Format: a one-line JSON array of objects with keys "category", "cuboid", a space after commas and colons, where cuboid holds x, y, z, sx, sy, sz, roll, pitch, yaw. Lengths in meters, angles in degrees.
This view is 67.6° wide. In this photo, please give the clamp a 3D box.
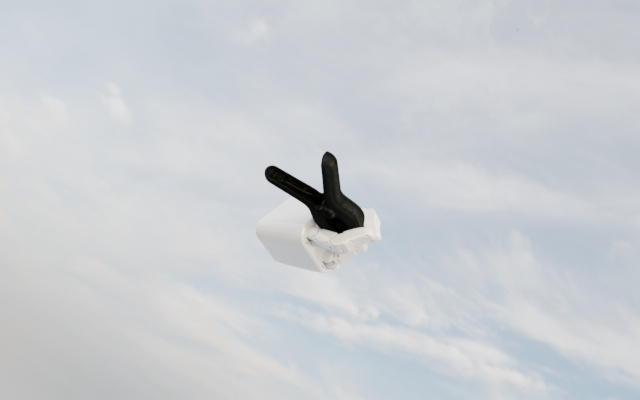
[{"category": "clamp", "cuboid": [0.001, 0.002, 0.665, 0.120, 0.172, 0.039, 4, 47, 39]}]
